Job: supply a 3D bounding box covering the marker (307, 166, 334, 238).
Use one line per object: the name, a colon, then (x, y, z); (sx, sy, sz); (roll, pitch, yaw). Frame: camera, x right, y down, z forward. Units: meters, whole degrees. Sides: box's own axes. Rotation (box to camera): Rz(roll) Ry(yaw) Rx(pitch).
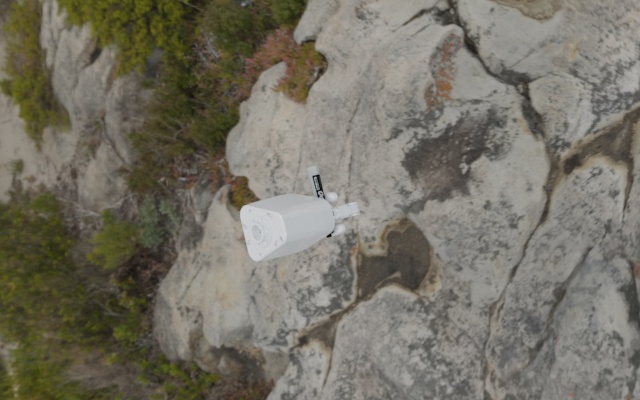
marker: (0.000, 0.003, 0.796); (0.020, 0.121, 0.020); (-14, -1, 0)
